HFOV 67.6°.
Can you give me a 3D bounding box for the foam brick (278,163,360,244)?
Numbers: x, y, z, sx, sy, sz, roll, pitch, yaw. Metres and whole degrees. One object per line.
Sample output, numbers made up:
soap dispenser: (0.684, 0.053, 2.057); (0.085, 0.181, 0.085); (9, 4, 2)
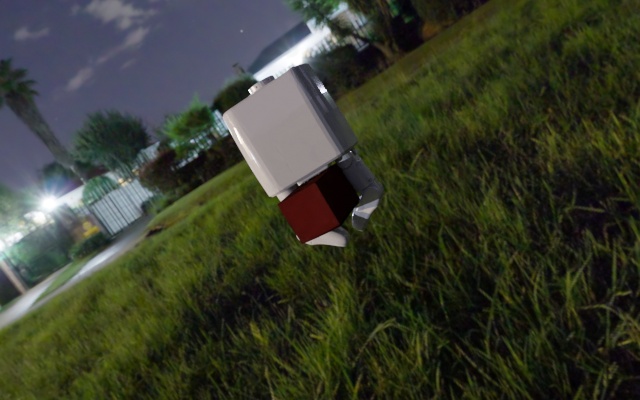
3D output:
foam brick: (0.000, 0.002, 0.512); (0.053, 0.051, 0.078); (-28, 9, 26)
